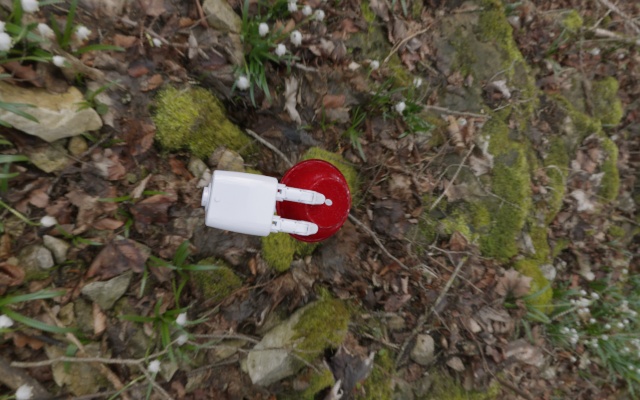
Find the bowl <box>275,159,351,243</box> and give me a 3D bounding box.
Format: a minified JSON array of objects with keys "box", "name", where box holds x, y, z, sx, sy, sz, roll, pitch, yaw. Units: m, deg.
[{"box":[0.002,0.003,0.891,0.162,0.162,0.055,0,5,-29],"name":"bowl"}]
